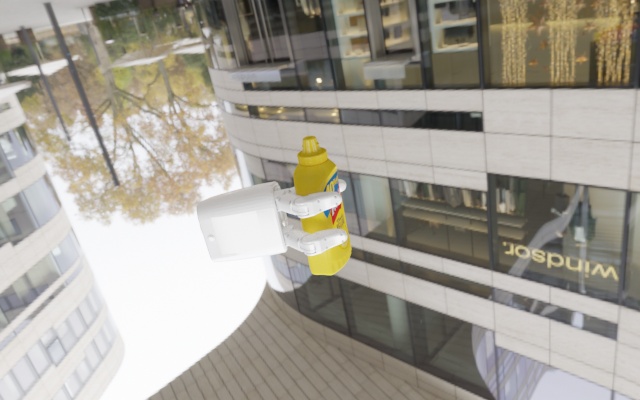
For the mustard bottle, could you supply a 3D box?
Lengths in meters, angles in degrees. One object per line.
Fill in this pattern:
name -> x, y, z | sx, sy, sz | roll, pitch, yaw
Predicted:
mustard bottle -> 0.000, 0.002, 0.675 | 0.058, 0.192, 0.096 | -1, 25, 22
